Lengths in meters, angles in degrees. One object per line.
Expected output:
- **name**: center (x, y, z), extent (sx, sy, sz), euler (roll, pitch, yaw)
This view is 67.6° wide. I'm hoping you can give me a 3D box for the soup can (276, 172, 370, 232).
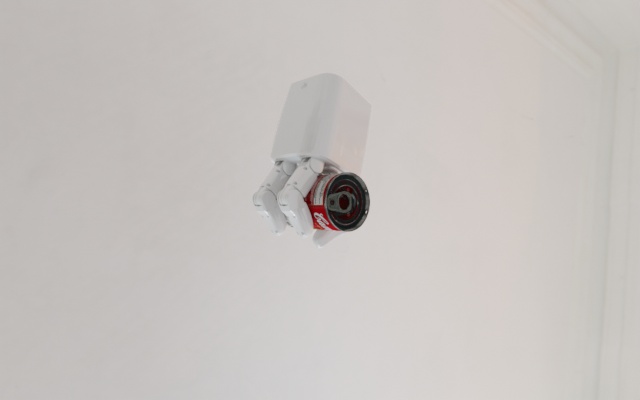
- **soup can**: center (0.000, 0.002, 0.578), extent (0.068, 0.068, 0.102), euler (0, 0, -39)
